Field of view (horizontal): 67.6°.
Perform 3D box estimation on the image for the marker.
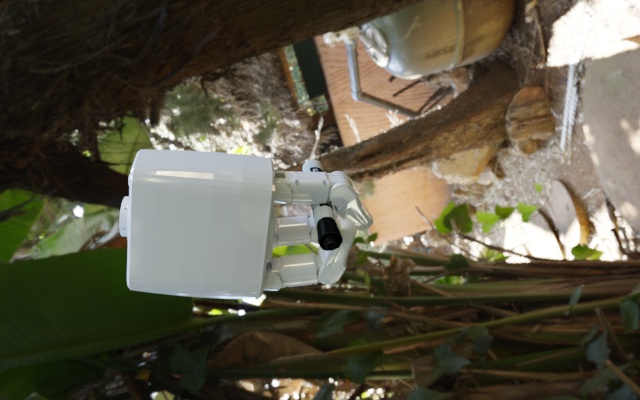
[{"bbox_3d":[0.000,0.001,0.407,0.020,0.020,0.121,0,33,-9],"label":"marker"}]
